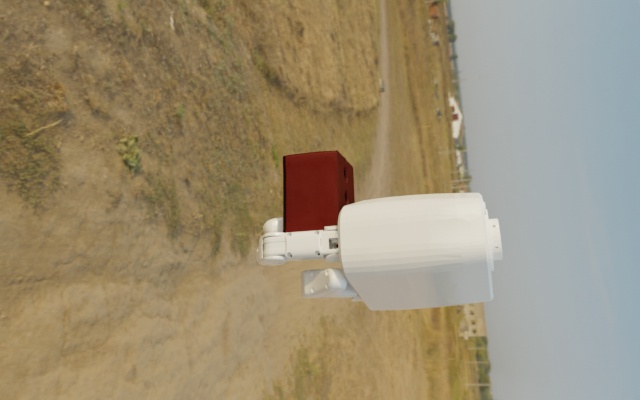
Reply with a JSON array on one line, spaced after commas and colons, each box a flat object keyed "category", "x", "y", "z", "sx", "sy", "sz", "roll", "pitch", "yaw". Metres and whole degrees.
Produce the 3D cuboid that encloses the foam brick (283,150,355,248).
[{"category": "foam brick", "x": 0.000, "y": 0.001, "z": 0.422, "sx": 0.051, "sy": 0.078, "sz": 0.053, "roll": -7, "pitch": -16, "yaw": 19}]
